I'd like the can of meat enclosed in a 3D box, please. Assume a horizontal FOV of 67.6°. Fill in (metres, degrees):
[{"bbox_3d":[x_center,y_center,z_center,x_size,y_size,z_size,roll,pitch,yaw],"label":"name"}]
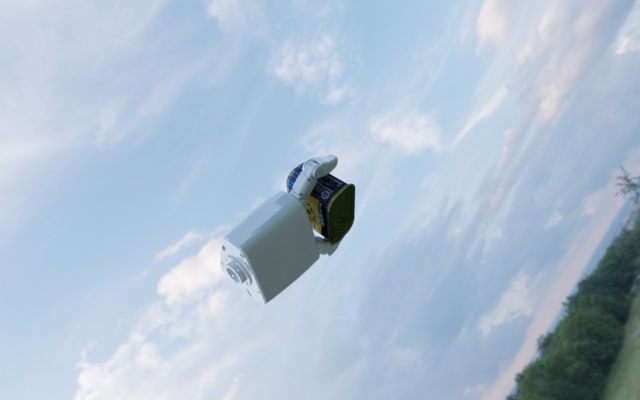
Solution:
[{"bbox_3d":[0.000,0.002,0.690,0.084,0.102,0.057,31,57,27],"label":"can of meat"}]
